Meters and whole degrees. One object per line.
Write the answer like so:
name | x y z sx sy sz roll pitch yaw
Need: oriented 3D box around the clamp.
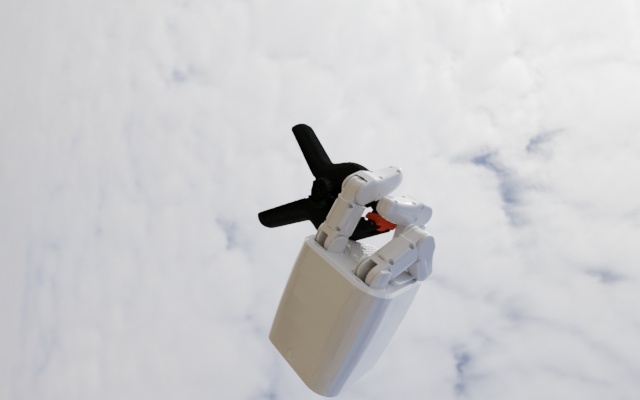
clamp | 0.001 0.002 0.483 0.039 0.120 0.171 11 19 -42
